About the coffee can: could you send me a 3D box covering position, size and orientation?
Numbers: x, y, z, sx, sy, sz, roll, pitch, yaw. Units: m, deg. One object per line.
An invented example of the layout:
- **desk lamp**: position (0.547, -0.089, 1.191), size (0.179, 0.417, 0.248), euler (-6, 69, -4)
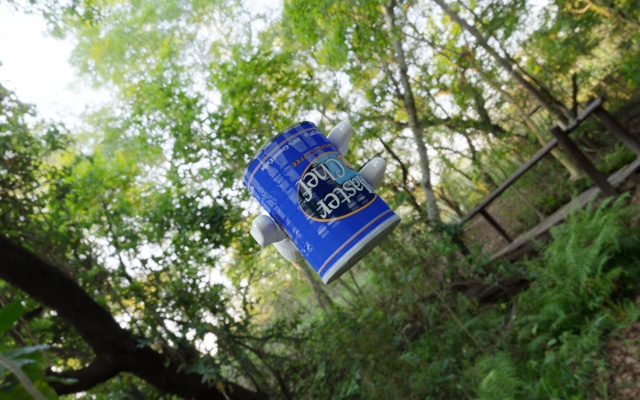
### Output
- **coffee can**: position (0.000, 0.002, 0.502), size (0.103, 0.140, 0.103), euler (-39, -12, -10)
